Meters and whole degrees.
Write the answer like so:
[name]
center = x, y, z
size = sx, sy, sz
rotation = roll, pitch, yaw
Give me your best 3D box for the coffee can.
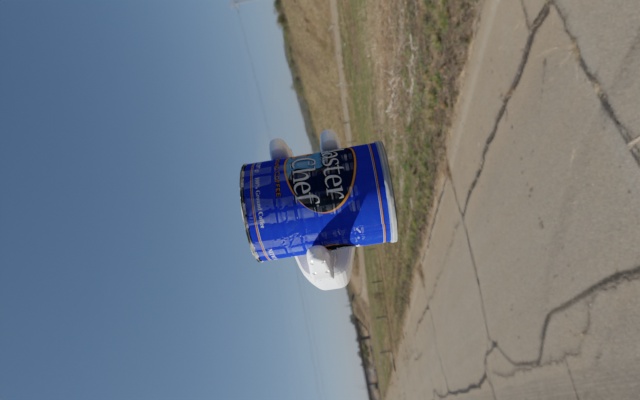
[coffee can]
center = 0.000, 0.002, 0.483
size = 0.140, 0.103, 0.103
rotation = -9, -1, 3
